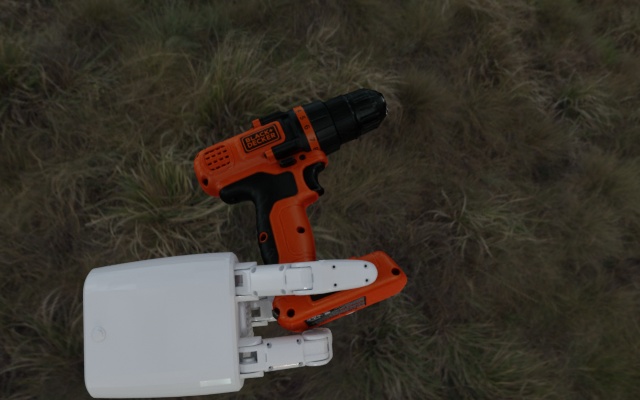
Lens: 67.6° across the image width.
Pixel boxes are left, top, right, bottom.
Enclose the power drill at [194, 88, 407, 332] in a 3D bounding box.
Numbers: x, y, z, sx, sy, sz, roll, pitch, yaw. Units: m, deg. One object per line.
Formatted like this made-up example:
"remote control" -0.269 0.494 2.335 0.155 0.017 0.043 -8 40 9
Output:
"power drill" 0.000 0.002 0.408 0.184 0.187 0.057 -23 -25 -1
